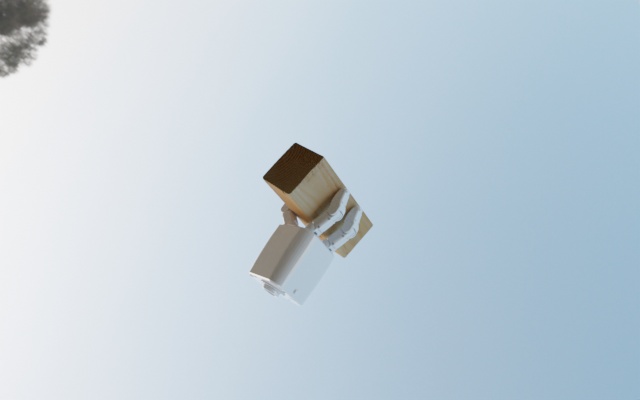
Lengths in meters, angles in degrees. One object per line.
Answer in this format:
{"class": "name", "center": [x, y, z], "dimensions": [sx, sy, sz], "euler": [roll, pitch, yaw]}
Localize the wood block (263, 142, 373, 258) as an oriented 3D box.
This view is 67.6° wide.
{"class": "wood block", "center": [0.000, 0.003, 0.872], "dimensions": [0.090, 0.090, 0.206], "euler": [31, -15, 46]}
